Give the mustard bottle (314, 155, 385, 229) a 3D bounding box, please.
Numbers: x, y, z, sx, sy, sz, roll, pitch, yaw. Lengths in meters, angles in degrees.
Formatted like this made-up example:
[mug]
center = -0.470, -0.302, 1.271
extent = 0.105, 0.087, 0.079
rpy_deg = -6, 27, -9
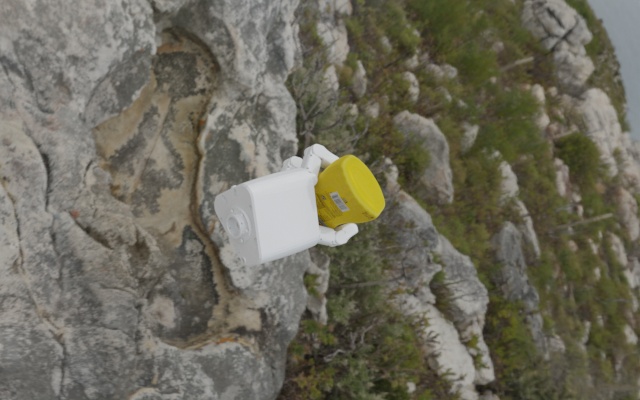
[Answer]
[mustard bottle]
center = 0.000, 0.002, 0.725
extent = 0.192, 0.096, 0.058
rpy_deg = -20, 22, 46
